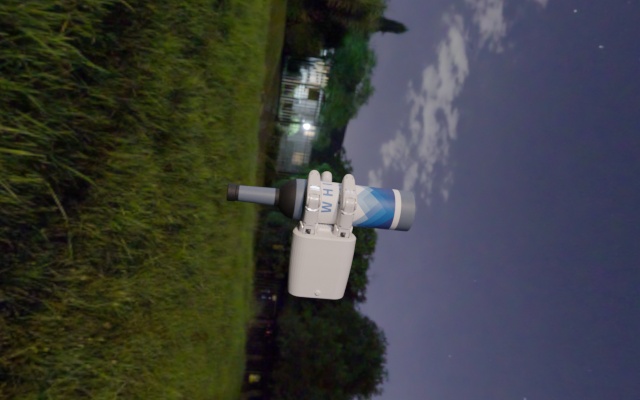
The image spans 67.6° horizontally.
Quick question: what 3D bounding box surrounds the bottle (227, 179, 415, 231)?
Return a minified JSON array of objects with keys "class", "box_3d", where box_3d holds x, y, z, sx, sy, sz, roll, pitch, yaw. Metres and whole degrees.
[{"class":"bottle","box_3d":[0.000,0.002,0.764,0.296,0.069,0.069,6,-1,-9]}]
